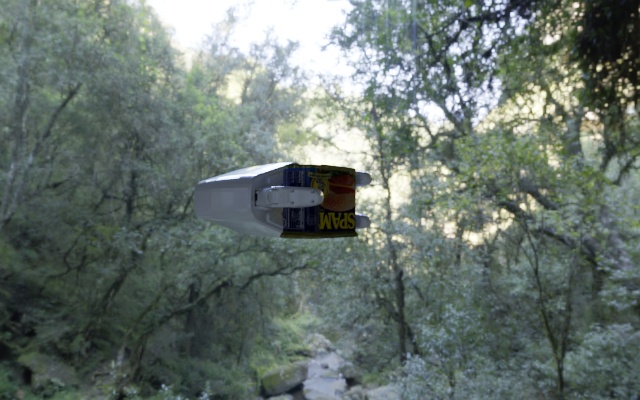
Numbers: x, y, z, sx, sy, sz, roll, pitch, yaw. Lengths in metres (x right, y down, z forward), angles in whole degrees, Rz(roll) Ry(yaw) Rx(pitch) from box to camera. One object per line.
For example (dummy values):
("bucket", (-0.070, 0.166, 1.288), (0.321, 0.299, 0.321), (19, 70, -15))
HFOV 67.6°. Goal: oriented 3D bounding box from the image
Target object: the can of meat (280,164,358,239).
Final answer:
("can of meat", (0.000, 0.002, 0.566), (0.057, 0.084, 0.102), (-1, -2, 39))
